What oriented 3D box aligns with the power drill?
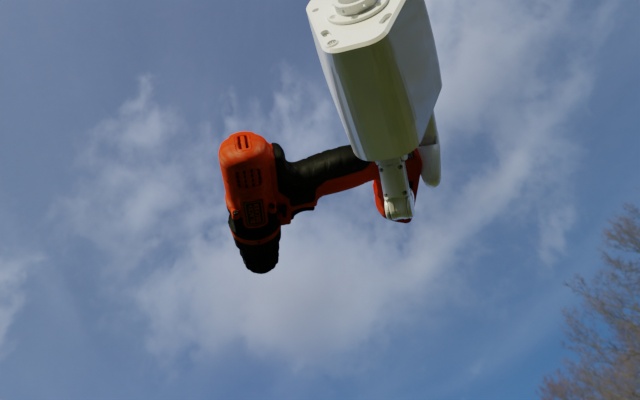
[{"bbox_3d":[0.001,0.001,0.480,0.187,0.057,0.185,-11,-40,-9],"label":"power drill"}]
